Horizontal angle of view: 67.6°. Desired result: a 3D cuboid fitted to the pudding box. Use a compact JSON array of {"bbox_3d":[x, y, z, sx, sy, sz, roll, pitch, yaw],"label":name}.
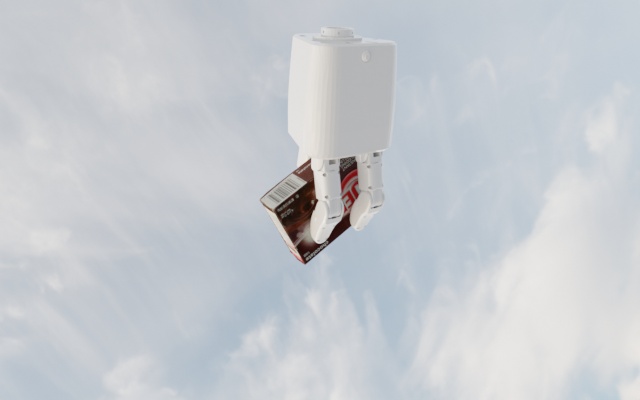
[{"bbox_3d":[0.000,0.002,0.529,0.113,0.090,0.039,-38,39,-14],"label":"pudding box"}]
